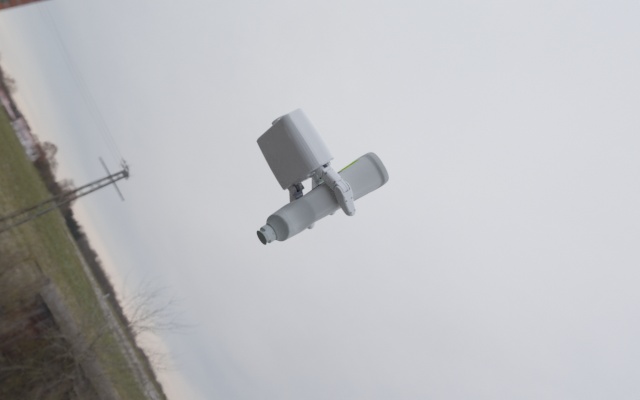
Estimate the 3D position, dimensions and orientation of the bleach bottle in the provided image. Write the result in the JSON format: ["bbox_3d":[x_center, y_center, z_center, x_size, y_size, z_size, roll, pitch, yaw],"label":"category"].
[{"bbox_3d":[0.000,0.003,0.839,0.250,0.068,0.102,-31,0,-29],"label":"bleach bottle"}]
